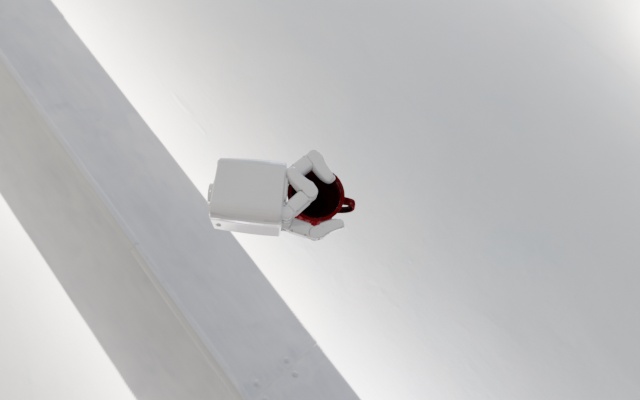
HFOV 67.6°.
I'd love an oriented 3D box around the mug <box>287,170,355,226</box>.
[{"bbox_3d":[0.002,0.003,0.801,0.117,0.093,0.081,6,-19,-5],"label":"mug"}]
